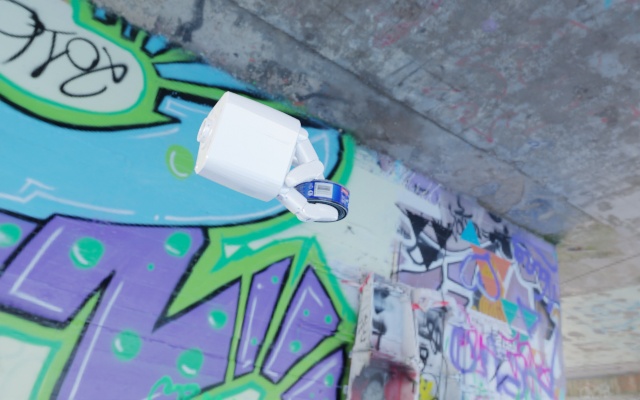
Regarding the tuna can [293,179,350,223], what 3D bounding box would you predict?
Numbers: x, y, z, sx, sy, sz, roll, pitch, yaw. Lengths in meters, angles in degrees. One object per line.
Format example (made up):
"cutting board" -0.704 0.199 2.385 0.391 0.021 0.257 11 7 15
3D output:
"tuna can" 0.000 0.003 0.706 0.086 0.033 0.086 4 -25 2
